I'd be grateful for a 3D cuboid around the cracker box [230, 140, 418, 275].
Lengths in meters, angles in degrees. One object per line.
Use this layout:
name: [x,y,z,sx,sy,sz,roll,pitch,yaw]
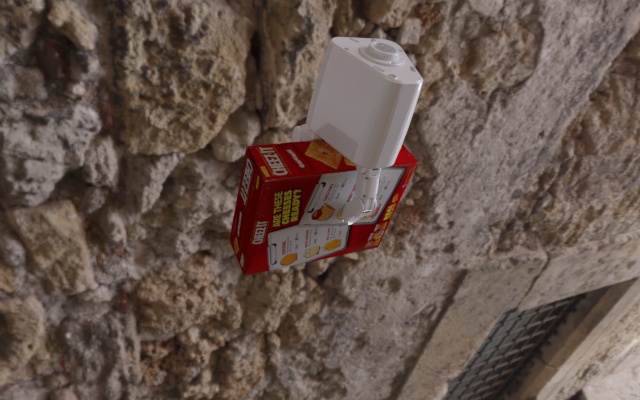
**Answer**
cracker box: [0.000,0.002,0.622,0.213,0.164,0.072,-8,46,-28]
